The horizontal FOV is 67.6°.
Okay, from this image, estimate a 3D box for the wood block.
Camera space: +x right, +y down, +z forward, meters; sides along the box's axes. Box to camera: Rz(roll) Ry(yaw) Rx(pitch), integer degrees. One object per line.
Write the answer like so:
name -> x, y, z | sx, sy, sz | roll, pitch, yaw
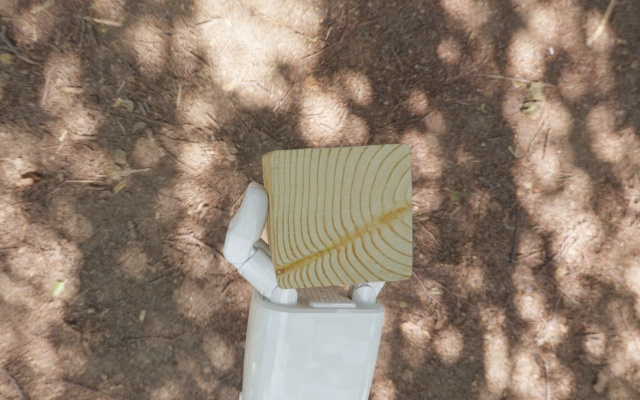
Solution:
wood block -> 0.000, 0.002, 0.400 | 0.091, 0.090, 0.206 | -3, 5, -8
